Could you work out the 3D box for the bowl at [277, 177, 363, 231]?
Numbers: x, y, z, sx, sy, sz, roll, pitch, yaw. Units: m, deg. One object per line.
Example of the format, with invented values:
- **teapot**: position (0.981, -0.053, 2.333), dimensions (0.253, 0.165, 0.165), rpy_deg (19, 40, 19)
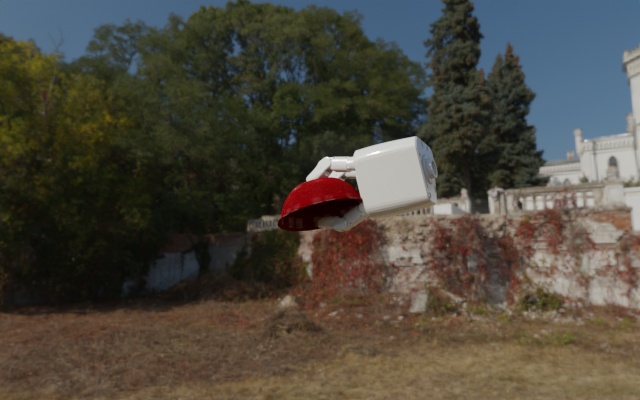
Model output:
- **bowl**: position (-0.001, 0.003, 0.826), dimensions (0.162, 0.055, 0.162), rpy_deg (-12, -18, -4)
